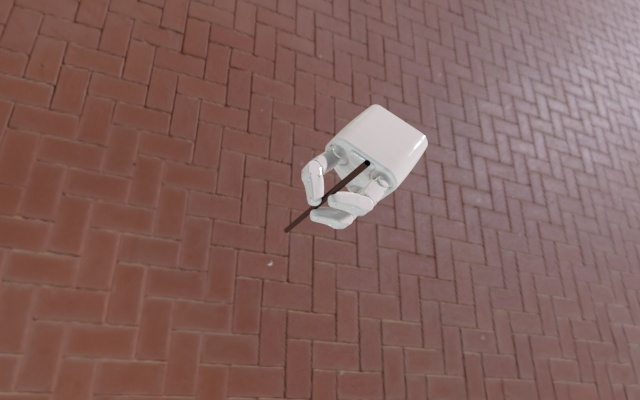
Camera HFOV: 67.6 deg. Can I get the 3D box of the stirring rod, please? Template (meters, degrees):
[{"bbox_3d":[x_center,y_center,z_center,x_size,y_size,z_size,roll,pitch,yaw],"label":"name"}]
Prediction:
[{"bbox_3d":[0.000,0.002,0.632,0.011,0.011,0.240,0,-21,-28],"label":"stirring rod"}]
